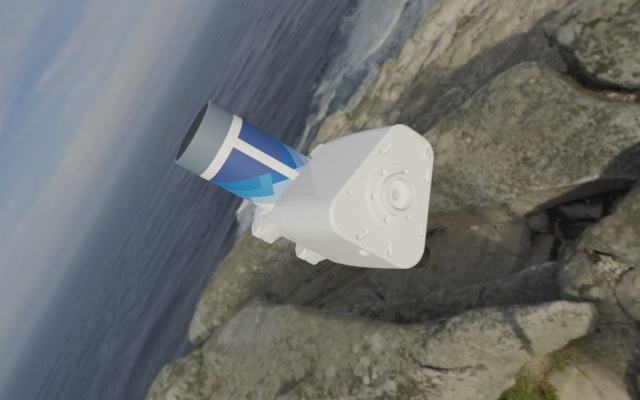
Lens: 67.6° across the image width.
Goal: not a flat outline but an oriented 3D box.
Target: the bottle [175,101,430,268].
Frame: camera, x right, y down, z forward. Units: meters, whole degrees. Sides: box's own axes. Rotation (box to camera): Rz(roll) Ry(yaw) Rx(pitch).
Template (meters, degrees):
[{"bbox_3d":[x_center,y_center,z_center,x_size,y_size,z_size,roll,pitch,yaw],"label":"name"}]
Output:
[{"bbox_3d":[0.000,0.002,0.498,0.296,0.069,0.069,29,-12,-23],"label":"bottle"}]
